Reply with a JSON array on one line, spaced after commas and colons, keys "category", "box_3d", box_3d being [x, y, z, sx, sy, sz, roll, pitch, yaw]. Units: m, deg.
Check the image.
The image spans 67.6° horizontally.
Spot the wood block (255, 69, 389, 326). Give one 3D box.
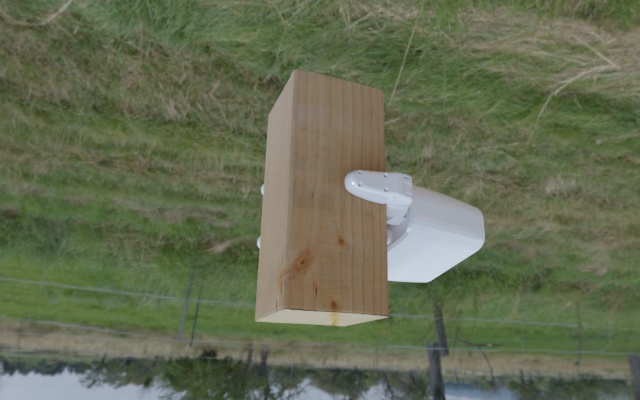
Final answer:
[{"category": "wood block", "box_3d": [0.001, 0.001, 0.430, 0.090, 0.206, 0.091, 9, -21, -20]}]
